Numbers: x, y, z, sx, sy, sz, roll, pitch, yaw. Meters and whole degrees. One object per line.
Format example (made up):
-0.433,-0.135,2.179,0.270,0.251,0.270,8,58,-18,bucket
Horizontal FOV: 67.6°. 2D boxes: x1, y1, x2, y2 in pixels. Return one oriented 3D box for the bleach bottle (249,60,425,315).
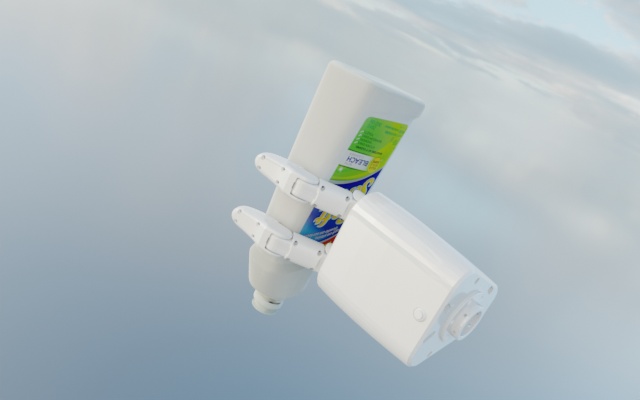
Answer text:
0.000,0.001,0.459,0.102,0.251,0.068,4,28,-49,bleach bottle
